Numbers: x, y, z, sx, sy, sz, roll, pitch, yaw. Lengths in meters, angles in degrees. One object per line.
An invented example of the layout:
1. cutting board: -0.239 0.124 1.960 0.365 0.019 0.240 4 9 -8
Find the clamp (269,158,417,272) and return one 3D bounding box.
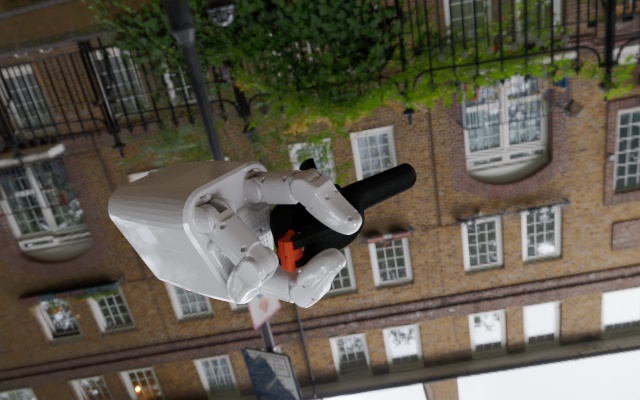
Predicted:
1. clamp: 0.000 0.002 0.427 0.120 0.039 0.171 4 26 35
